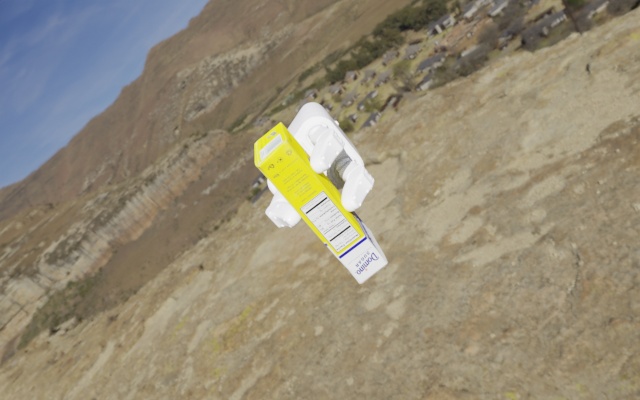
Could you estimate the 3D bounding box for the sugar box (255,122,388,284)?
[{"bbox_3d":[0.000,0.001,0.524,0.048,0.176,0.093,-40,21,8],"label":"sugar box"}]
